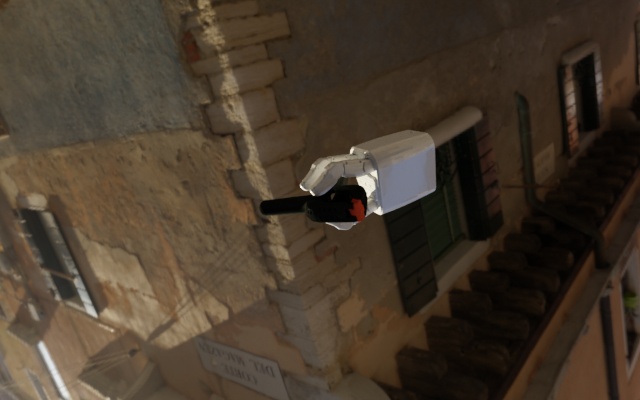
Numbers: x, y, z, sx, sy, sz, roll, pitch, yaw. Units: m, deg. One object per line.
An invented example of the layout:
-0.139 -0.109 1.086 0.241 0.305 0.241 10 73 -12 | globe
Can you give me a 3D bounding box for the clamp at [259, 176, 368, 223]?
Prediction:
0.001 0.003 0.725 0.164 0.036 0.210 -22 17 -13 | clamp
